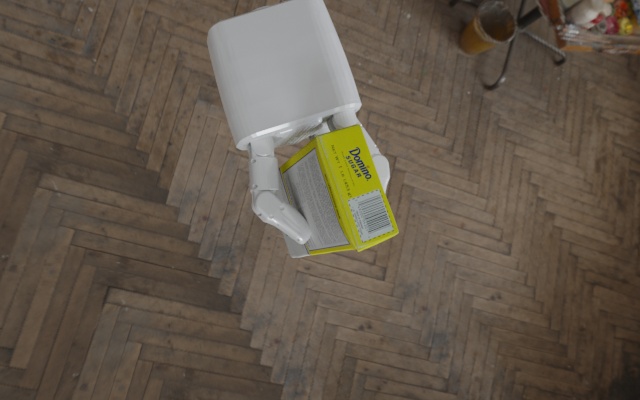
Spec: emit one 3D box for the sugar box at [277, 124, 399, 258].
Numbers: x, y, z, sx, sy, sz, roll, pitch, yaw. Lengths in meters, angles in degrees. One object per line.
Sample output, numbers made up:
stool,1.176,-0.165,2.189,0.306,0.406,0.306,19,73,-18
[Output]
sugar box,0.001,0.001,0.440,0.048,0.093,0.176,-18,-1,-19
